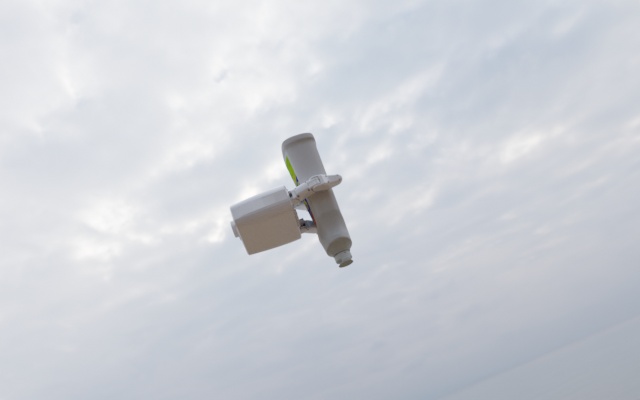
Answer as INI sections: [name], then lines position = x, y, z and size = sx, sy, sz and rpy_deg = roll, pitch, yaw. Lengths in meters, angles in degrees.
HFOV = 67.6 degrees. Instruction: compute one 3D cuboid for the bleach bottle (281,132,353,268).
[bleach bottle]
position = 0.000, 0.003, 0.877
size = 0.068, 0.250, 0.103
rpy_deg = -19, -26, -8
